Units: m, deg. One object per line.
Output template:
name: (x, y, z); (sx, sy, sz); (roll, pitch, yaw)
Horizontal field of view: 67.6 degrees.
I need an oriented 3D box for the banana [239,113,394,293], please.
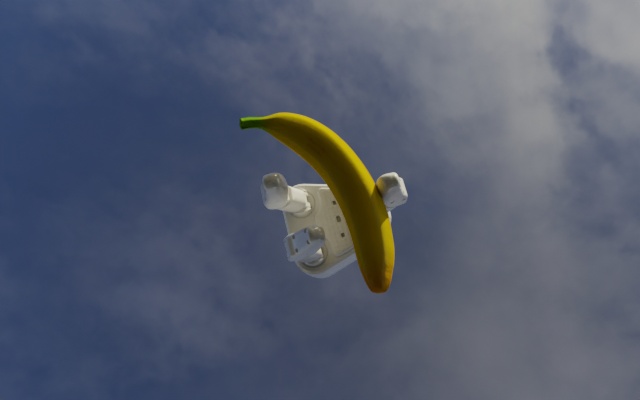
banana: (0.013, -0.012, 0.425); (0.069, 0.197, 0.037); (-38, -12, -10)
